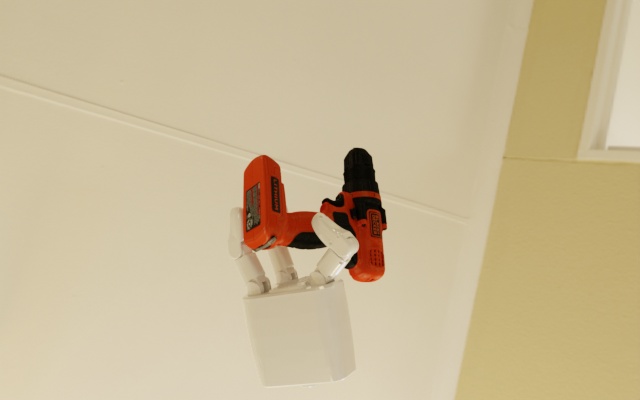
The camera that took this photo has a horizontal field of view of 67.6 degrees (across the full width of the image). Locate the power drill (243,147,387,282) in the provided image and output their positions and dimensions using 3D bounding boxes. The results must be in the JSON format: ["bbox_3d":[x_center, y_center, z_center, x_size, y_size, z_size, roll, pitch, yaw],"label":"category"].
[{"bbox_3d":[0.000,0.002,0.585,0.188,0.184,0.057,12,-28,-32],"label":"power drill"}]
